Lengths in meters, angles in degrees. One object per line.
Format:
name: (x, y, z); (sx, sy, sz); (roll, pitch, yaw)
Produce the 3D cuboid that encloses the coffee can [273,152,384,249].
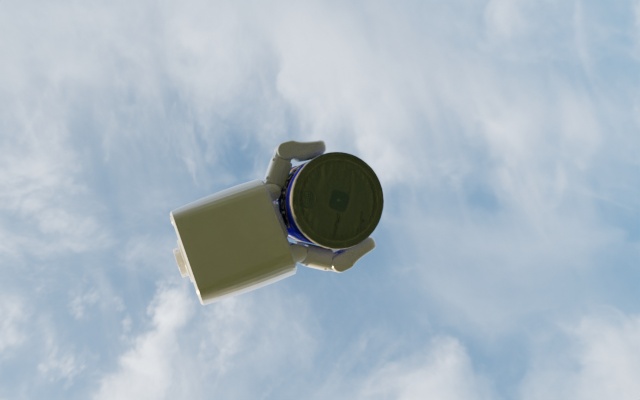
coffee can: (0.000, 0.002, 0.566); (0.103, 0.103, 0.140); (0, -2, -16)
